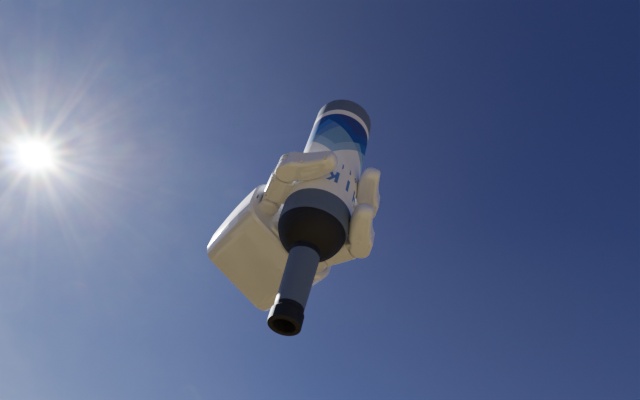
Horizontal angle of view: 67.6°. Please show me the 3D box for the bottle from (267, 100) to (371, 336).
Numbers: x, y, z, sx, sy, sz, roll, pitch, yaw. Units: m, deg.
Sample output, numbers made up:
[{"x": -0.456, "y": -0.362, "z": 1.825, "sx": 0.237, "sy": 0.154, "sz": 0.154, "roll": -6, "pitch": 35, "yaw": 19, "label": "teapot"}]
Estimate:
[{"x": 0.000, "y": 0.001, "z": 0.477, "sx": 0.069, "sy": 0.069, "sz": 0.295, "roll": 0, "pitch": 41, "yaw": 15, "label": "bottle"}]
